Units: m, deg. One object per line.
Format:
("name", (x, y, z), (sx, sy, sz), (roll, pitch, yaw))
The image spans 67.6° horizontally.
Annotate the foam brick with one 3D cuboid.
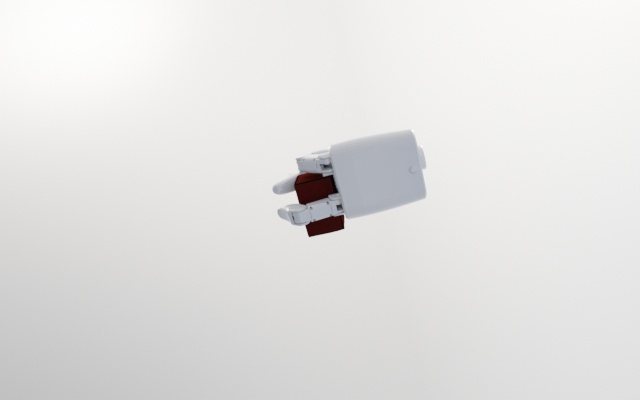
("foam brick", (0.000, 0.002, 0.644), (0.051, 0.078, 0.053), (-13, 17, 6))
